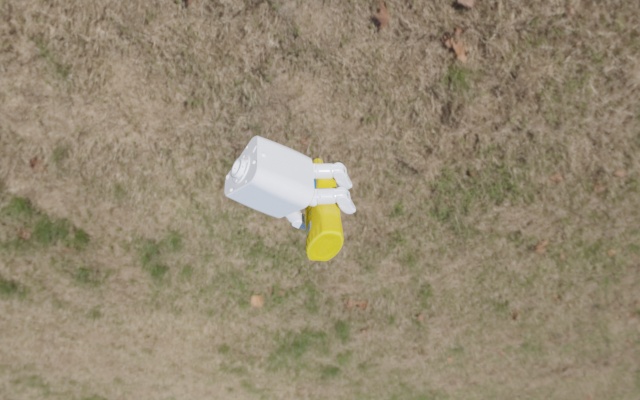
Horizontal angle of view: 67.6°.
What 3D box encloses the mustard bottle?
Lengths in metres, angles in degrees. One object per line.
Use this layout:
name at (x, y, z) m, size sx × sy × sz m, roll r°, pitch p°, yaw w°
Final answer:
mustard bottle at (0.000, 0.003, 0.835) m, size 0.058 × 0.191 × 0.096 m, roll 5°, pitch -38°, yaw -13°
